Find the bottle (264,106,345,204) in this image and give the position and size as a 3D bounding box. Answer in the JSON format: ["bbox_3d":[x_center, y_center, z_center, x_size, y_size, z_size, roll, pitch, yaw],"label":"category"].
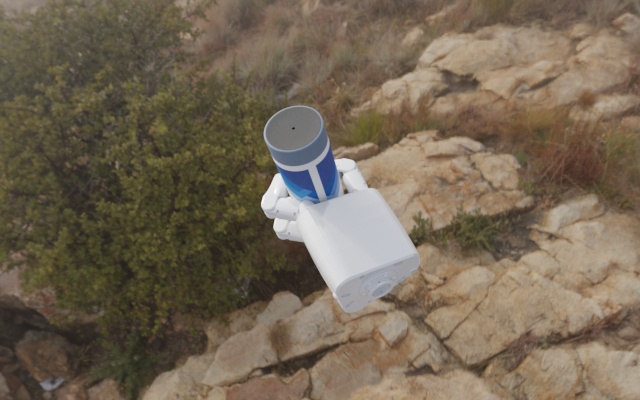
[{"bbox_3d":[0.000,0.002,0.631,0.069,0.069,0.296,0,-33,14],"label":"bottle"}]
